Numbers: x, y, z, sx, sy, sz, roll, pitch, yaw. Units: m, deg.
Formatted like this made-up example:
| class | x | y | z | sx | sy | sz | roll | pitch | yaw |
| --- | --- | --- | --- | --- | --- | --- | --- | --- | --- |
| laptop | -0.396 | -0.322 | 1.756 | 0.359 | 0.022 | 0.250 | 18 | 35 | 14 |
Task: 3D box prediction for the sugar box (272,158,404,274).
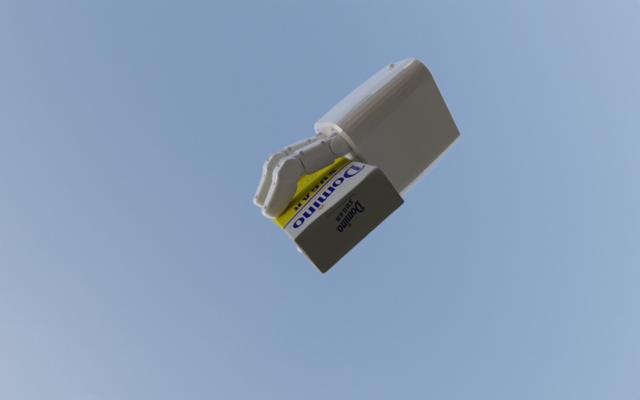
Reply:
| class | x | y | z | sx | sy | sz | roll | pitch | yaw |
| --- | --- | --- | --- | --- | --- | --- | --- | --- | --- |
| sugar box | 0.000 | 0.001 | 0.460 | 0.093 | 0.048 | 0.176 | -41 | 15 | -7 |
